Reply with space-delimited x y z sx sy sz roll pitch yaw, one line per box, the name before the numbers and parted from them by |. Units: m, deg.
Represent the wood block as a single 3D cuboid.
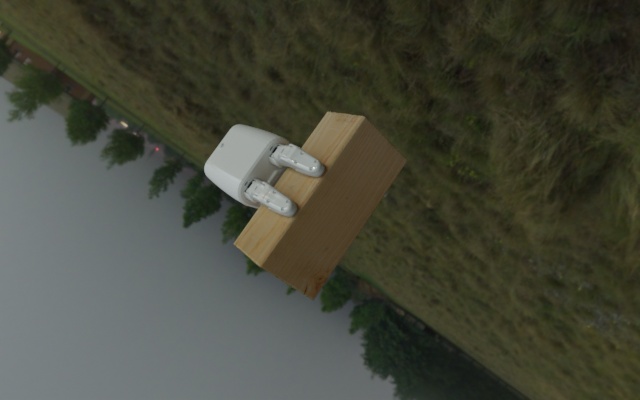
wood block | 0.000 0.002 0.588 0.091 0.206 0.090 39 -8 -32
